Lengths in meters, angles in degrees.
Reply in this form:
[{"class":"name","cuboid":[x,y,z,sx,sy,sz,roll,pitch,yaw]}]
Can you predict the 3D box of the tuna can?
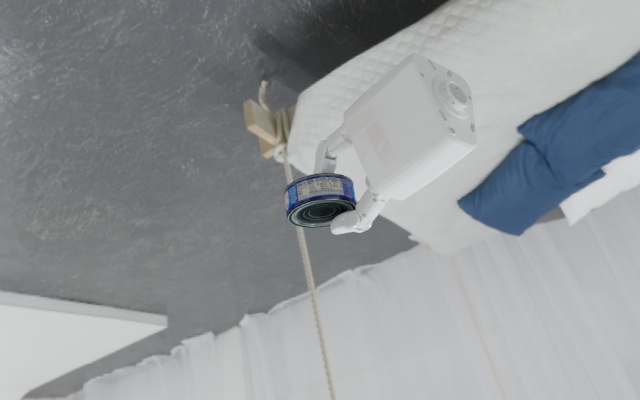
[{"class":"tuna can","cuboid":[0.000,0.002,0.570,0.086,0.033,0.086,-7,-24,-3]}]
